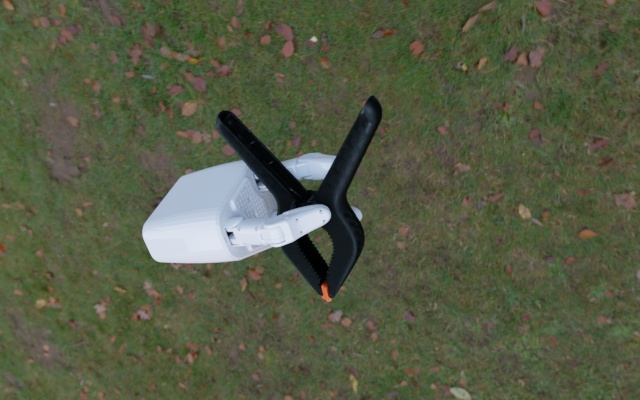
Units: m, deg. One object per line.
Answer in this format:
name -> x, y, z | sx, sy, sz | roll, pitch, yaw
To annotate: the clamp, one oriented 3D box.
clamp -> 0.000, 0.002, 0.453 | 0.164, 0.210, 0.036 | -6, 22, 31
